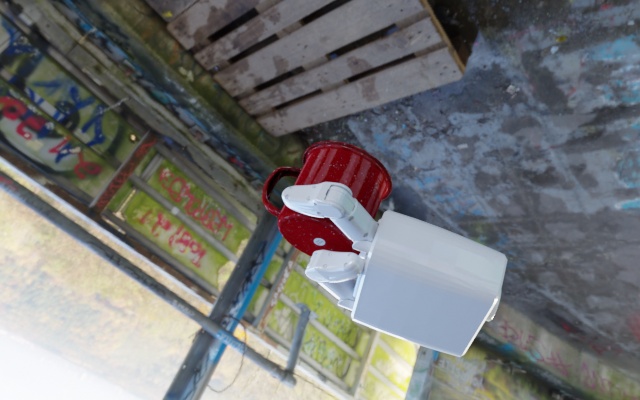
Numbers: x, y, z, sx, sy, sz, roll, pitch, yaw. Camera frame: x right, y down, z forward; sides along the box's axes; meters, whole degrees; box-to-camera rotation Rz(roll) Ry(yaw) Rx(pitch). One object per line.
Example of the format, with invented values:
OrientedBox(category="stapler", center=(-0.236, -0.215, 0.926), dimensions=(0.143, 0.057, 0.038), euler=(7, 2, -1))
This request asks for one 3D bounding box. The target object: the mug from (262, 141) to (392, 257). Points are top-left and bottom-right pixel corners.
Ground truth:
OrientedBox(category="mug", center=(-0.001, 0.001, 0.451), dimensions=(0.117, 0.081, 0.093), euler=(18, -31, 12))
